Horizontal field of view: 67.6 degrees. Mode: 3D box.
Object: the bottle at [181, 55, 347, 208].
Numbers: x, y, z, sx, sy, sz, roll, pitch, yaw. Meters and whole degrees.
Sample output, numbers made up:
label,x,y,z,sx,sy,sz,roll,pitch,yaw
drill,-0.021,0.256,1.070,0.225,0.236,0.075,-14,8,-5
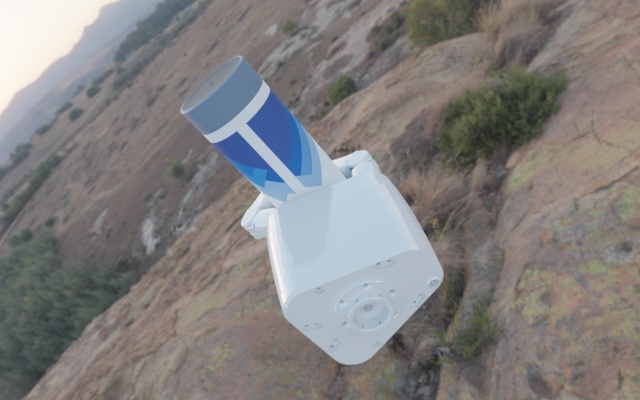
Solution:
label,x,y,z,sx,sy,sz,roll,pitch,yaw
bottle,0.000,0.001,0.451,0.069,0.069,0.296,0,-40,50
